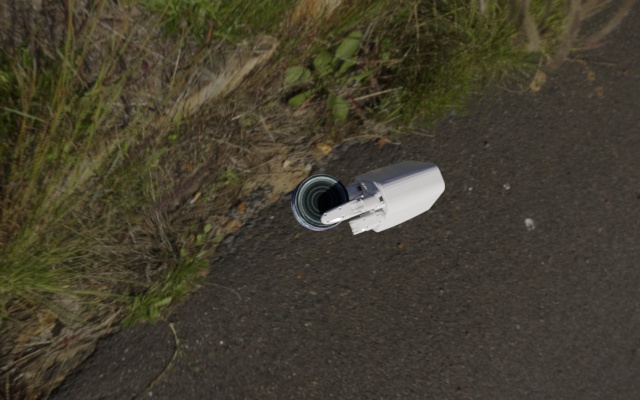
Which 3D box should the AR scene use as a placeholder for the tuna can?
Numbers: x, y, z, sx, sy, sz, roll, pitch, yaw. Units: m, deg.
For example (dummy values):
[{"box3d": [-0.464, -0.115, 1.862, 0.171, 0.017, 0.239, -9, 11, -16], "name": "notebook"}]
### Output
[{"box3d": [0.000, 0.002, 0.723, 0.086, 0.086, 0.034, 0, -4, -11], "name": "tuna can"}]
